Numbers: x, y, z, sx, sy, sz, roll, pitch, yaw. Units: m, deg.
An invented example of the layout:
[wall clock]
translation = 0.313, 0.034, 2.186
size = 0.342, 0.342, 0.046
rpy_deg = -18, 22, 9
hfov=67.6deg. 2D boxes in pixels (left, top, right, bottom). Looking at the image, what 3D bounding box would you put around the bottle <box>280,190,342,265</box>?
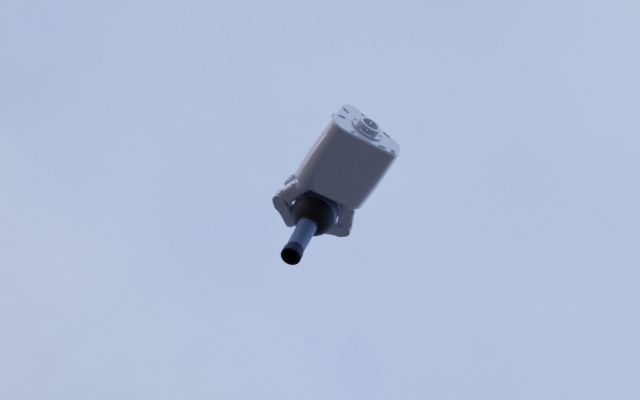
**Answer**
[bottle]
translation = 0.000, 0.002, 0.731
size = 0.069, 0.069, 0.295
rpy_deg = 0, 28, 17
